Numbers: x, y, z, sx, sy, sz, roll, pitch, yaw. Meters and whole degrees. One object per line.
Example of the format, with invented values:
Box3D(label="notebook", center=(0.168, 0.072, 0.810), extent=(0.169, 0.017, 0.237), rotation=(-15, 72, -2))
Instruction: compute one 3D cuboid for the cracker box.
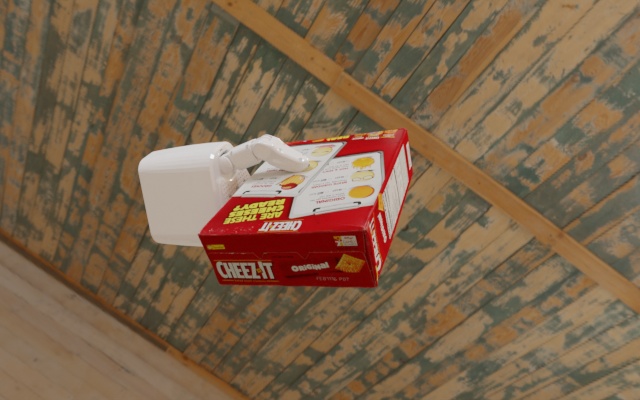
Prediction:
Box3D(label="cracker box", center=(0.000, 0.001, 0.507), extent=(0.164, 0.072, 0.213), rotation=(-4, 29, 22))
